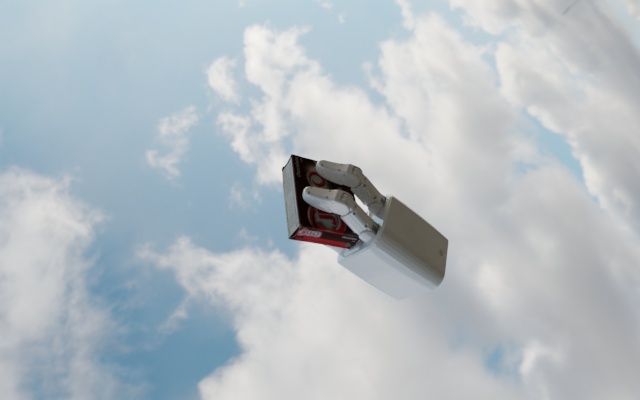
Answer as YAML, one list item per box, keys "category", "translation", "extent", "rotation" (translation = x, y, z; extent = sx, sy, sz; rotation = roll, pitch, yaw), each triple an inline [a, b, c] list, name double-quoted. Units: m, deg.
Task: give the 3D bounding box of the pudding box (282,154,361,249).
- category: "pudding box"
  translation: [0.000, 0.002, 0.614]
  extent: [0.090, 0.113, 0.039]
  rotation: [13, -41, -29]
